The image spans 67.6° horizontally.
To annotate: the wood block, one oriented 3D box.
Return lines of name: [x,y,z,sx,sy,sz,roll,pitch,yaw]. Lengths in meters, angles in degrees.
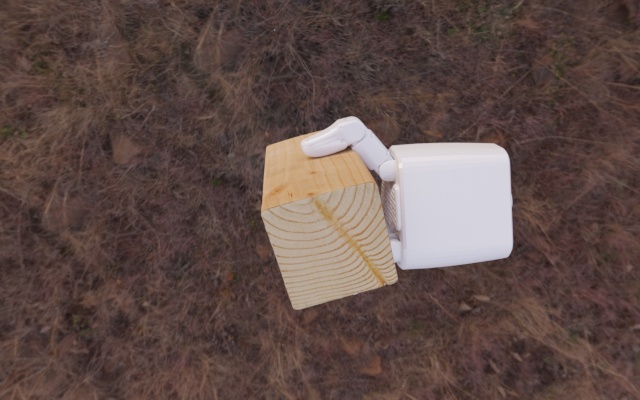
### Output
wood block: [0.000,0.001,0.459,0.090,0.091,0.206,-15,20,0]
